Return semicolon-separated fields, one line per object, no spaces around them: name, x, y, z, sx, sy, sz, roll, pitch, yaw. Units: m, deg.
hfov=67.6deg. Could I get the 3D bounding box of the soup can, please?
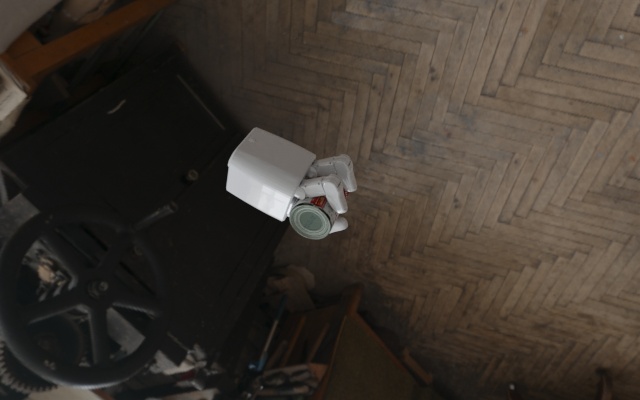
soup can;0.000;0.003;0.735;0.068;0.068;0.102;0;36;23
